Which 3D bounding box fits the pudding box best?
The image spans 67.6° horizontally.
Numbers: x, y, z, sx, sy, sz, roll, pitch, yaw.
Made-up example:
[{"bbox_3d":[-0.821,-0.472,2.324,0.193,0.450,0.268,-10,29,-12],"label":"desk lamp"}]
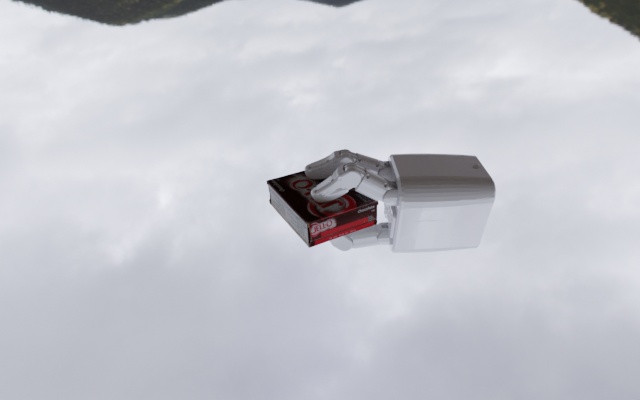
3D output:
[{"bbox_3d":[0.000,0.002,0.559,0.090,0.039,0.113,-16,32,-24],"label":"pudding box"}]
